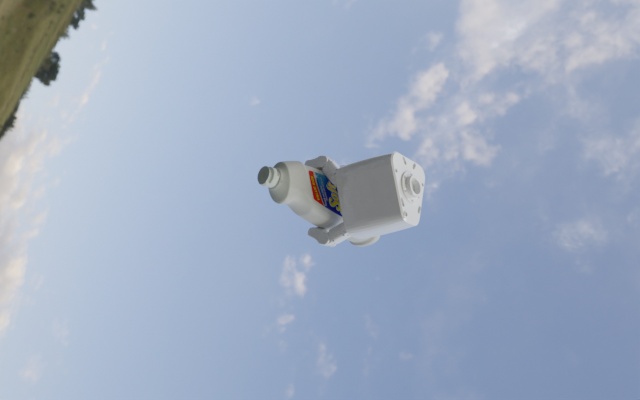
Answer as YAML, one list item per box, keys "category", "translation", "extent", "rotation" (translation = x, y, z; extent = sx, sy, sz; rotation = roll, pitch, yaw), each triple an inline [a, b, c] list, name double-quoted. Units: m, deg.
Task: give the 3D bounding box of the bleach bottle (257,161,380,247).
- category: "bleach bottle"
  translation: [0.000, 0.003, 0.792]
  extent: [0.068, 0.102, 0.251]
  rotation: [-17, -27, 40]
